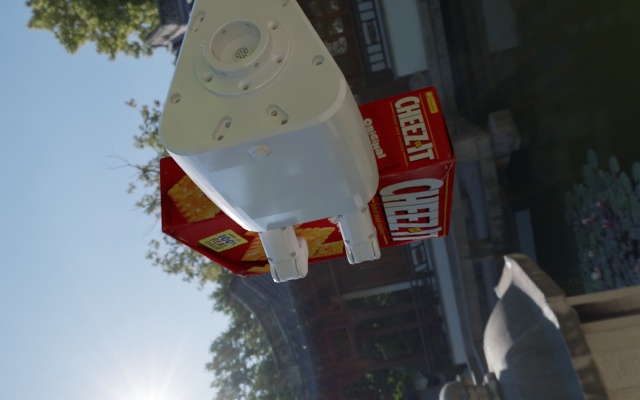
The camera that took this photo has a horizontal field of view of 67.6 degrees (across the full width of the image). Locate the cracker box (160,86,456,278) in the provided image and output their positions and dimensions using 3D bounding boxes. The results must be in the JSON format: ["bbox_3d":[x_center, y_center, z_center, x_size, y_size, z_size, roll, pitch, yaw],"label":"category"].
[{"bbox_3d":[0.000,0.001,0.409,0.214,0.072,0.164,-13,-24,8],"label":"cracker box"}]
